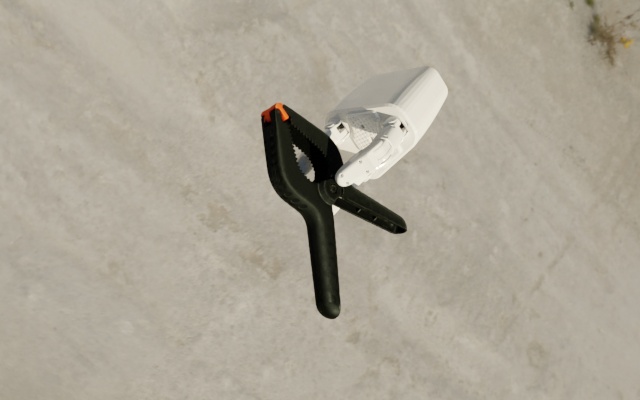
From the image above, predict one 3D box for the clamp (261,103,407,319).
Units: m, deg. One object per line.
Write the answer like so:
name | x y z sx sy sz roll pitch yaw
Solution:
clamp | 0.000 0.001 0.485 0.036 0.210 0.164 -20 23 45
